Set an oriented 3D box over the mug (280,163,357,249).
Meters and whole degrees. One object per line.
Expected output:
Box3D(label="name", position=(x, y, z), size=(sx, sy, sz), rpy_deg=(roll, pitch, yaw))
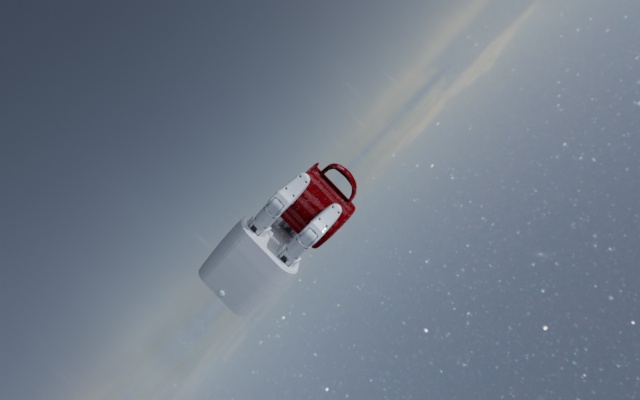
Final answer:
Box3D(label="mug", position=(0.001, 0.001, 0.635), size=(0.117, 0.081, 0.093), rpy_deg=(-44, 1, 22))
